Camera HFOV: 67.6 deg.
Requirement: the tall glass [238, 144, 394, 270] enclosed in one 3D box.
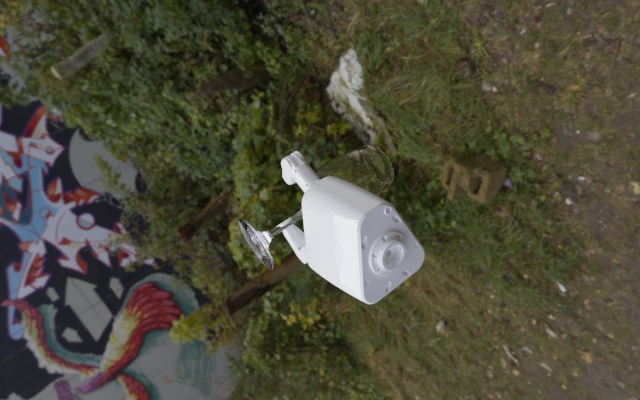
[{"bbox_3d":[-0.001,0.002,0.609,0.201,0.079,0.079,-33,13,-20],"label":"tall glass"}]
